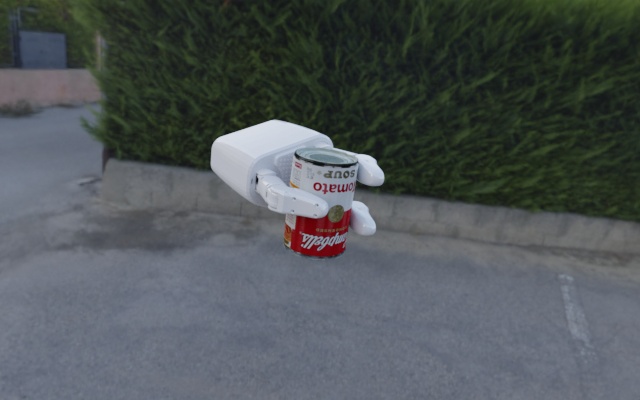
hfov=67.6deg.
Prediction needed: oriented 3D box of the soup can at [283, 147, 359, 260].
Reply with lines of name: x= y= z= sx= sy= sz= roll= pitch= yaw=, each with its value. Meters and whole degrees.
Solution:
soup can: x=0.000 y=0.002 z=0.497 sx=0.068 sy=0.102 sz=0.068 roll=7 pitch=18 yaw=-2
